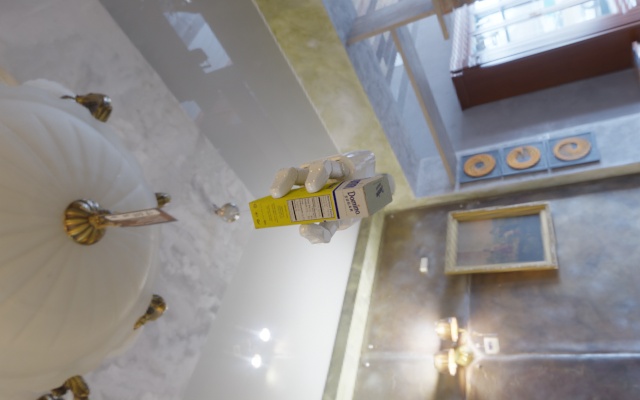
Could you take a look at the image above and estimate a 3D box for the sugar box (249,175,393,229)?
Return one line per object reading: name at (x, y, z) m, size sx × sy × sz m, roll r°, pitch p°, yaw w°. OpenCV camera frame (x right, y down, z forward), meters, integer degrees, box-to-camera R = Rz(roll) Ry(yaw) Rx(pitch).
sugar box at (0.000, 0.002, 0.656) m, size 0.176 × 0.048 × 0.093 m, roll -11°, pitch 7°, yaw 28°
